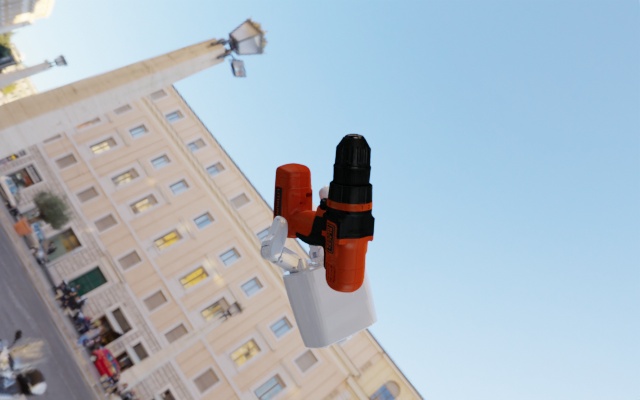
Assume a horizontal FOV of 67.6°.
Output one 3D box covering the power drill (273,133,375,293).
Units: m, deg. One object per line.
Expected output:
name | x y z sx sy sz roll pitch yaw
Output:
power drill | 0.000 0.002 0.604 0.057 0.184 0.187 -1 13 -27
